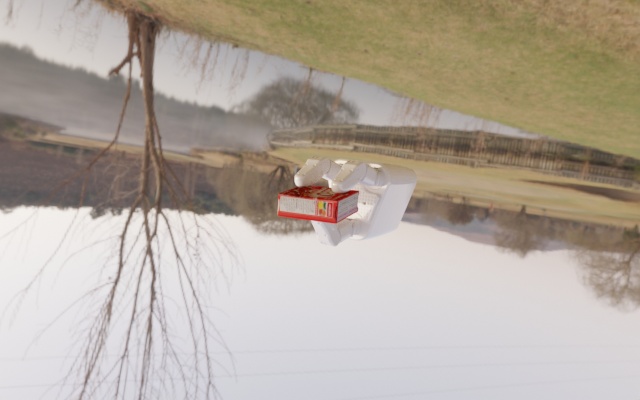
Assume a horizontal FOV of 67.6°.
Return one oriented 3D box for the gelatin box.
[{"bbox_3d":[0.000,0.002,0.574,0.073,0.030,0.089,7,12,20],"label":"gelatin box"}]
